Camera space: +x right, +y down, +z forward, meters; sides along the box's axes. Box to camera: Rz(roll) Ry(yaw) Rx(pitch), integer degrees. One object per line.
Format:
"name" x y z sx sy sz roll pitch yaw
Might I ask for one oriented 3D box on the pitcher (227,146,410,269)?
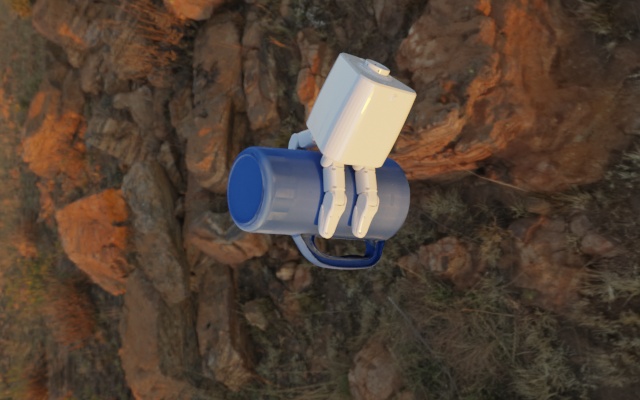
"pitcher" 0.000 0.002 0.664 0.243 0.145 0.149 3 35 -39
